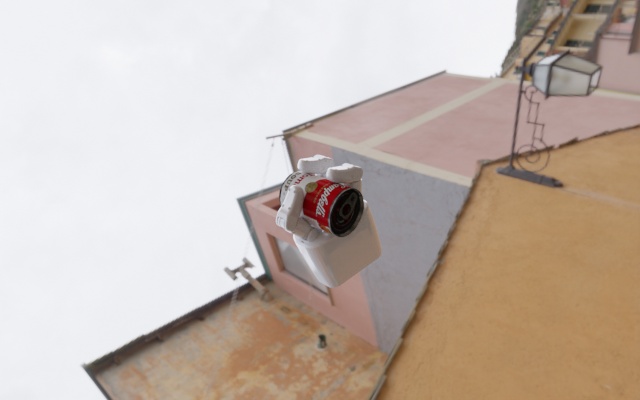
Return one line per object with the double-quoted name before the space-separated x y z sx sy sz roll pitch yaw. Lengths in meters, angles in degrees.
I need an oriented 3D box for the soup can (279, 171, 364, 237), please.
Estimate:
"soup can" 0.000 0.002 0.662 0.102 0.068 0.068 22 15 40
